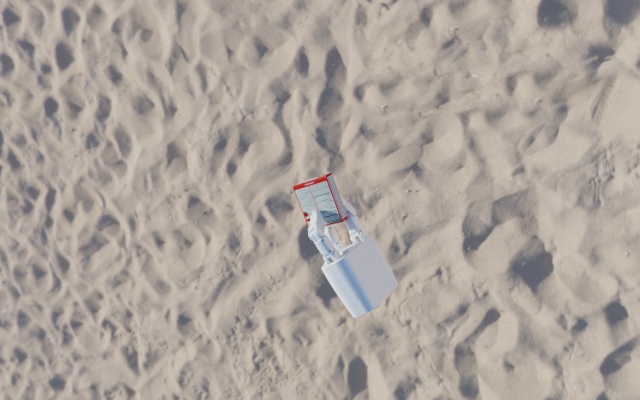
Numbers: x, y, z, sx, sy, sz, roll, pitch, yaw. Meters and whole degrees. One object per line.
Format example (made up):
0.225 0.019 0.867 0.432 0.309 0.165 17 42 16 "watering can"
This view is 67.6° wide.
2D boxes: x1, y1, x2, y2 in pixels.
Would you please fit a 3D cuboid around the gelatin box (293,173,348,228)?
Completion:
0.000 0.003 0.862 0.073 0.089 0.030 -16 11 30 "gelatin box"
